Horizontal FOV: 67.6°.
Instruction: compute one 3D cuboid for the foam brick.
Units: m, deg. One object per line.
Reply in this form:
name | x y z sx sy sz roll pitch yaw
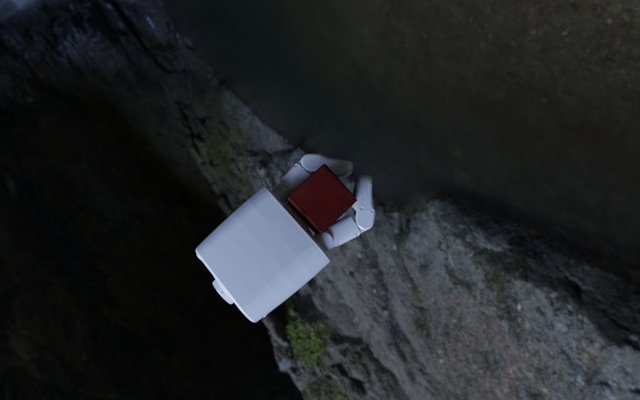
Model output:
foam brick | 0.000 0.002 0.521 0.051 0.053 0.078 -42 -2 -8
